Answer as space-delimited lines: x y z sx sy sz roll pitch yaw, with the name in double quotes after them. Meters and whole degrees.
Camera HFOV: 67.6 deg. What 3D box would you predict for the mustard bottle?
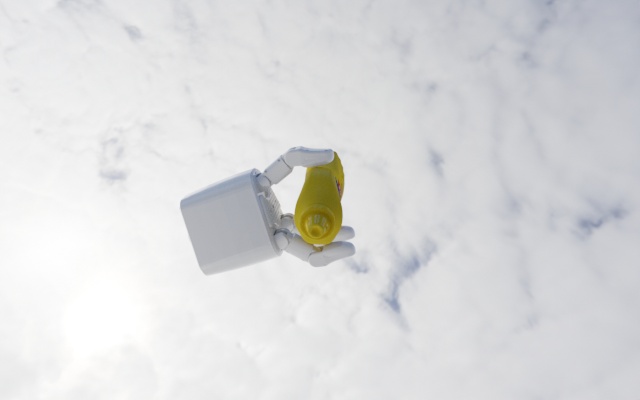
0.000 0.002 0.608 0.058 0.096 0.191 5 19 3 "mustard bottle"
